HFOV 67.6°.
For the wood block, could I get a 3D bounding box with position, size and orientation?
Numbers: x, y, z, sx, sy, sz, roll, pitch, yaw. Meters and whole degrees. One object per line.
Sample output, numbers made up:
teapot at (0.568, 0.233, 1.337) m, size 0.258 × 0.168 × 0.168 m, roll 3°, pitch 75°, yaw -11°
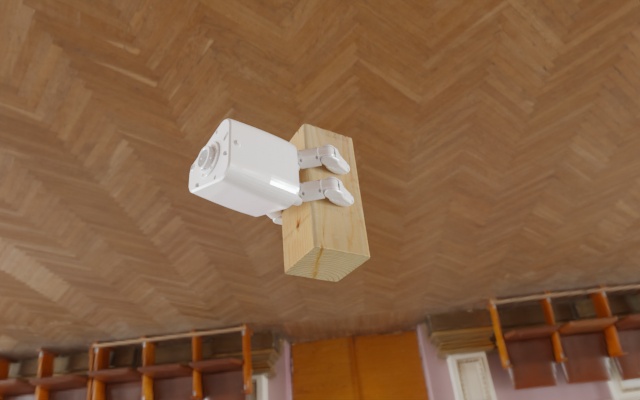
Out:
wood block at (0.000, 0.002, 0.704) m, size 0.090 × 0.206 × 0.091 m, roll 13°, pitch -36°, yaw -27°
